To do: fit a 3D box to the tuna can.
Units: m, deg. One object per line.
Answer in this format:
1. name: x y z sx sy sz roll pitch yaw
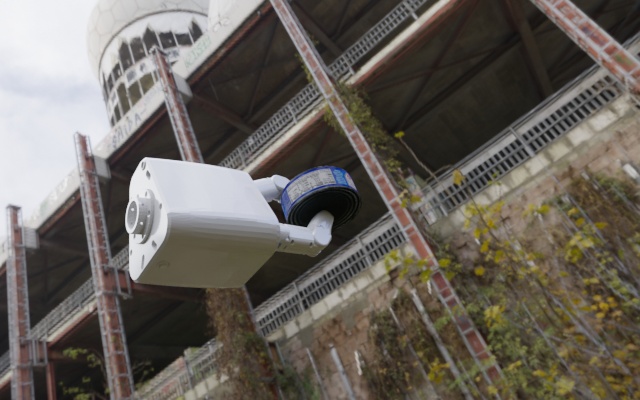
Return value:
1. tuna can: 0.000 0.001 0.529 0.086 0.033 0.086 -14 -36 -10
